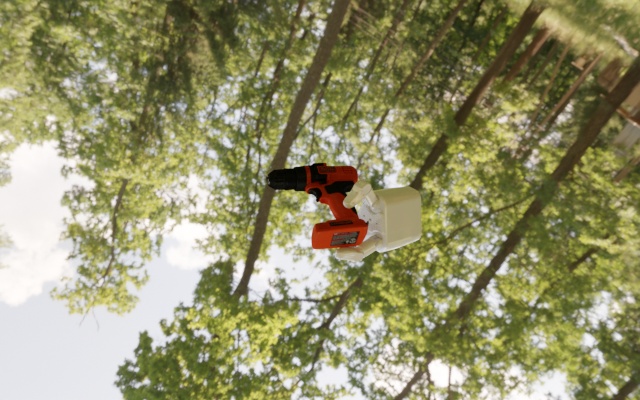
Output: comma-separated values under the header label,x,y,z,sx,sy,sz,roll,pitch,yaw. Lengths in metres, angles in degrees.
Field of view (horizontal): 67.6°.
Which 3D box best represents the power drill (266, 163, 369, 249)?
label,x,y,z,sx,sy,sz,roll,pitch,yaw
power drill,0.000,0.003,0.900,0.184,0.187,0.057,-4,-42,-14
